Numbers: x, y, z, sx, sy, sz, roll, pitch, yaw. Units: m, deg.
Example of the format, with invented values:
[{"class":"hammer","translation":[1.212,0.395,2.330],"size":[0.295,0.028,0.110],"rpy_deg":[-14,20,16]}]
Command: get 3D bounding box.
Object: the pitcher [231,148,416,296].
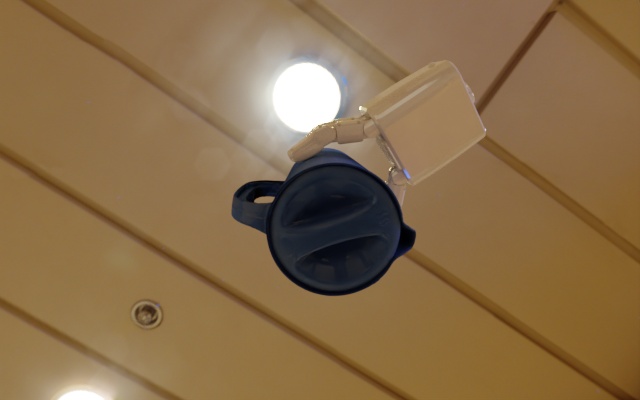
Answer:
[{"class":"pitcher","translation":[0.000,0.002,0.566],"size":[0.145,0.149,0.242],"rpy_deg":[-36,12,6]}]
